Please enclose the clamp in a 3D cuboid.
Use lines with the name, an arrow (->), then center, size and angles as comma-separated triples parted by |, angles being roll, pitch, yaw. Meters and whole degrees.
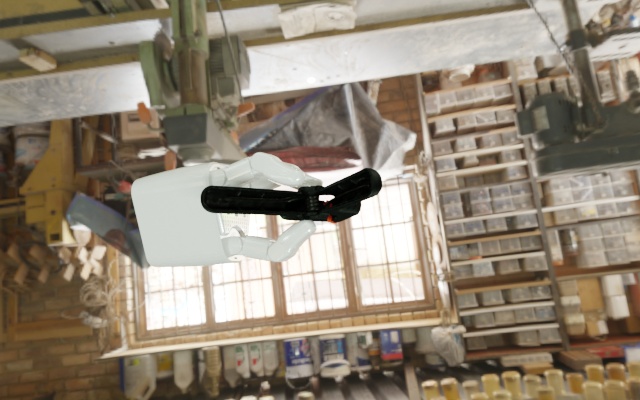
clamp -> 0.000, 0.003, 0.499 | 0.164, 0.036, 0.210 | -6, -8, 19
